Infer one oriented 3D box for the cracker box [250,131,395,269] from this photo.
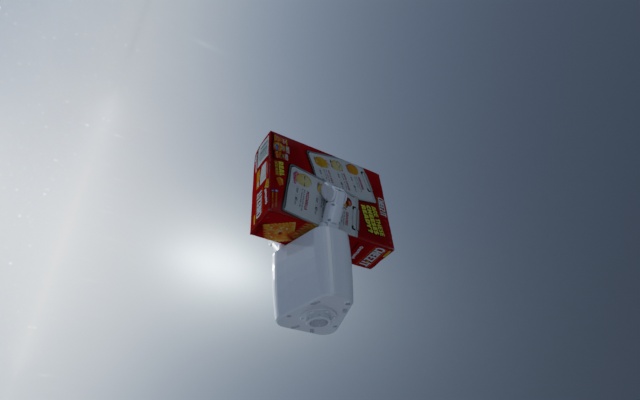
[{"bbox_3d":[0.000,0.002,0.747,0.214,0.164,0.072,20,-46,-26],"label":"cracker box"}]
